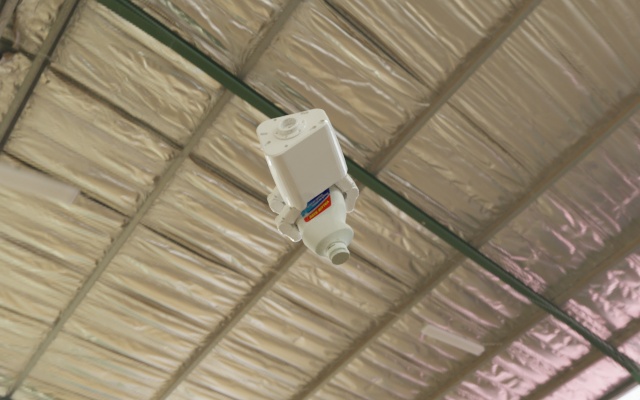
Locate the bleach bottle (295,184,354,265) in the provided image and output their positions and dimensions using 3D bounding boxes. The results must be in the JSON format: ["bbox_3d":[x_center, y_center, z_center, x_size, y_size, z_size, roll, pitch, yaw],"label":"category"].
[{"bbox_3d":[0.000,0.003,0.789,0.102,0.068,0.250,-24,44,-1],"label":"bleach bottle"}]
